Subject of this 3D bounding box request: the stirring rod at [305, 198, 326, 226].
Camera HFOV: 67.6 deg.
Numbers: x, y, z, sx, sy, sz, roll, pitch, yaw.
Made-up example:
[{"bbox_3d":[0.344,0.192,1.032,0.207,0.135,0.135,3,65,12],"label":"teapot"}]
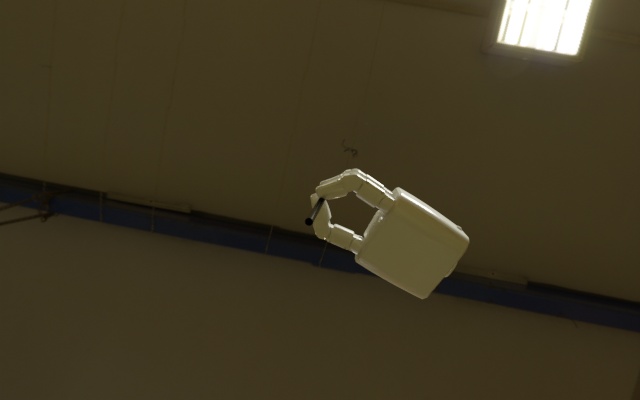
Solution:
[{"bbox_3d":[0.000,0.002,0.586,0.011,0.011,0.239,0,9,6],"label":"stirring rod"}]
